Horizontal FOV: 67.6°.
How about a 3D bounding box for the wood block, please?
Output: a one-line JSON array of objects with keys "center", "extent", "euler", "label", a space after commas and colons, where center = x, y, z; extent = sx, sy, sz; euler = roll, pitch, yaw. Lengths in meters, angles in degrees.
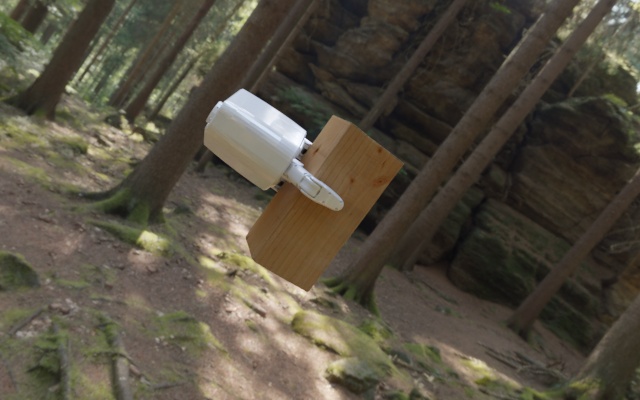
[{"center": [0.000, 0.002, 0.629], "extent": [0.090, 0.206, 0.090], "euler": [34, 6, -22], "label": "wood block"}]
